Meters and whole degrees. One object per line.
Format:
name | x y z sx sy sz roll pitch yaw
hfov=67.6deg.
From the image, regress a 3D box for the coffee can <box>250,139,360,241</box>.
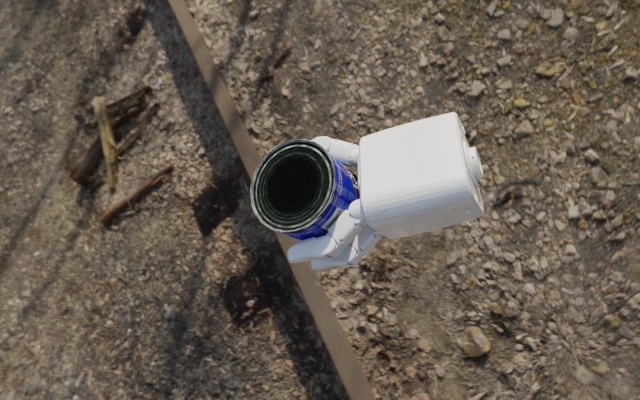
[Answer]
coffee can | 0.000 0.002 0.554 0.103 0.102 0.140 0 -15 27
